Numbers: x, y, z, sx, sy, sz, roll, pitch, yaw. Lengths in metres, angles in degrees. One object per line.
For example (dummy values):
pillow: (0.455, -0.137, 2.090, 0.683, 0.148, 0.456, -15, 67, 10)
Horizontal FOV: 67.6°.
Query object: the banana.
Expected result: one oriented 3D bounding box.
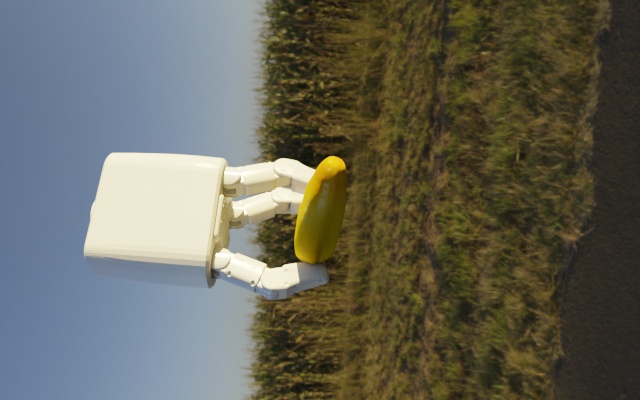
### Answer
banana: (-0.002, 0.020, 0.413, 0.037, 0.069, 0.198, 7, -11, 0)
